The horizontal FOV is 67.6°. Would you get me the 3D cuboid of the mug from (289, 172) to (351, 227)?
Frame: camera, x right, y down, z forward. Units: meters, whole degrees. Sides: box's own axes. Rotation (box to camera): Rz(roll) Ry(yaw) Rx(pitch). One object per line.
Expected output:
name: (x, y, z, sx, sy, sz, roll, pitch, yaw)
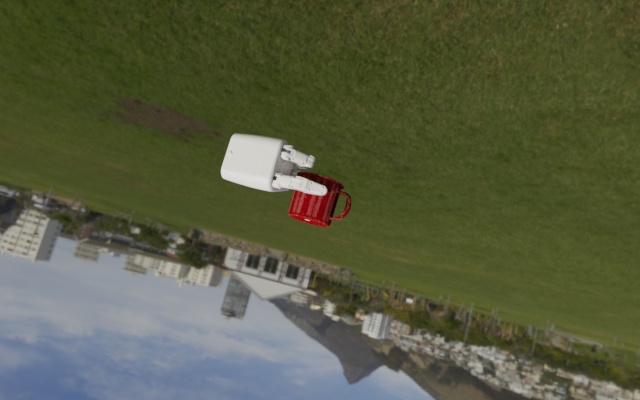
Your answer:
mug: (0.001, 0.003, 0.884, 0.117, 0.081, 0.093, 13, -9, 19)
